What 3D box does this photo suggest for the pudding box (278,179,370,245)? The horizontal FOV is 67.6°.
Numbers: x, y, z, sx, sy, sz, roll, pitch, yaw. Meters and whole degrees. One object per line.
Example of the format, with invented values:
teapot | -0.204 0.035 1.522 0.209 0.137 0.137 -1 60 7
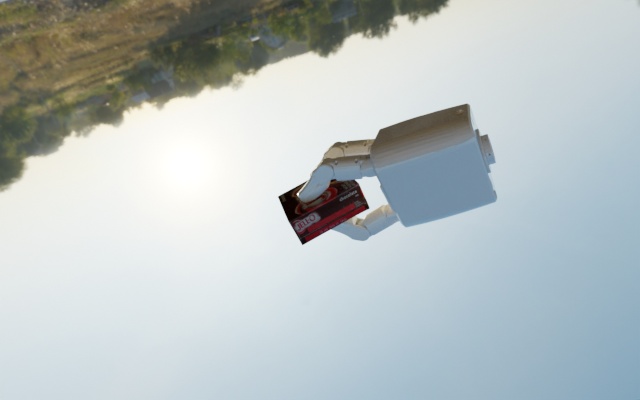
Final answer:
pudding box | 0.000 0.002 0.581 0.090 0.039 0.113 -28 17 -3
